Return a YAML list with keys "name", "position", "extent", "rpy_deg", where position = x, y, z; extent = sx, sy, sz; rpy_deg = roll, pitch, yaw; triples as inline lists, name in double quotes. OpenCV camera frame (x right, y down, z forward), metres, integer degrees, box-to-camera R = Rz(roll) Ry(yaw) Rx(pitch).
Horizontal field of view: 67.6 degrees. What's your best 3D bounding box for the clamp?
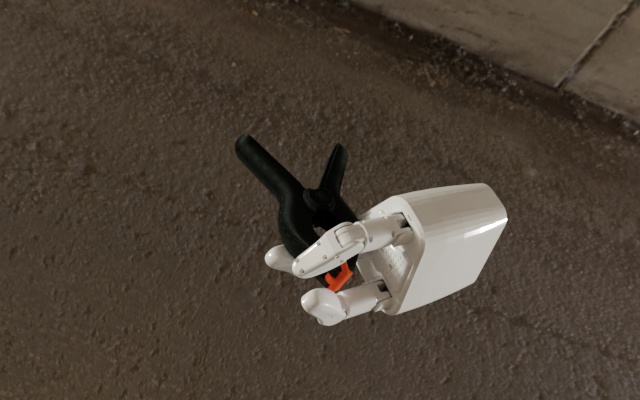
- name: "clamp"
  position: [0.000, 0.001, 0.447]
  extent: [0.120, 0.171, 0.039]
  rpy_deg: [-11, -31, -29]
